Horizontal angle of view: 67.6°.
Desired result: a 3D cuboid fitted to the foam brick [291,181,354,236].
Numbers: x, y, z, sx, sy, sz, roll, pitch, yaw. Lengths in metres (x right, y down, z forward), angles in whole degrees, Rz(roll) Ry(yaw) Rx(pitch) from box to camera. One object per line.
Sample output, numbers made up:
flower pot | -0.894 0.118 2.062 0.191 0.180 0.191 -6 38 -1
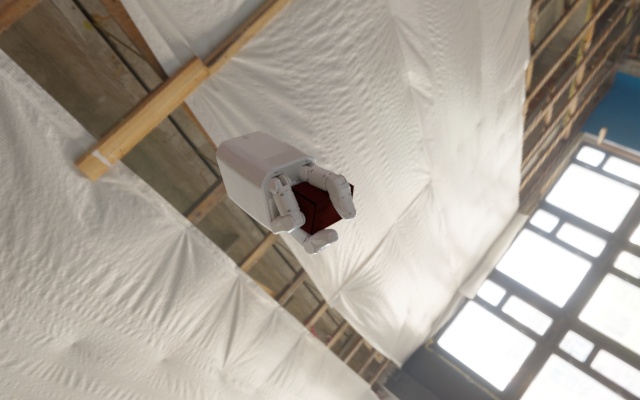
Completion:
foam brick | 0.000 0.002 0.648 0.051 0.053 0.078 32 39 32
